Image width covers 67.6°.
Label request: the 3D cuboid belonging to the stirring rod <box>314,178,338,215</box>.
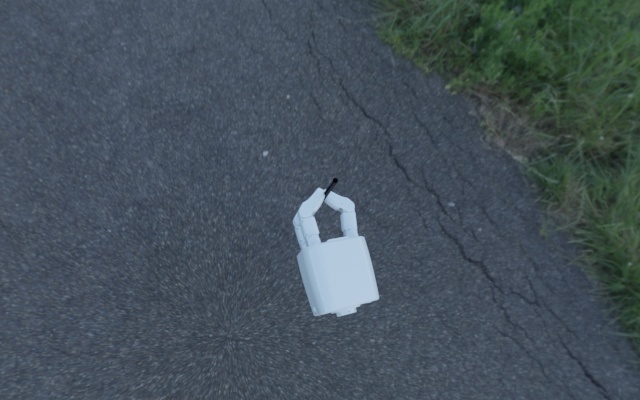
[{"bbox_3d":[0.000,0.003,0.818,0.011,0.011,0.239,0,-16,-11],"label":"stirring rod"}]
